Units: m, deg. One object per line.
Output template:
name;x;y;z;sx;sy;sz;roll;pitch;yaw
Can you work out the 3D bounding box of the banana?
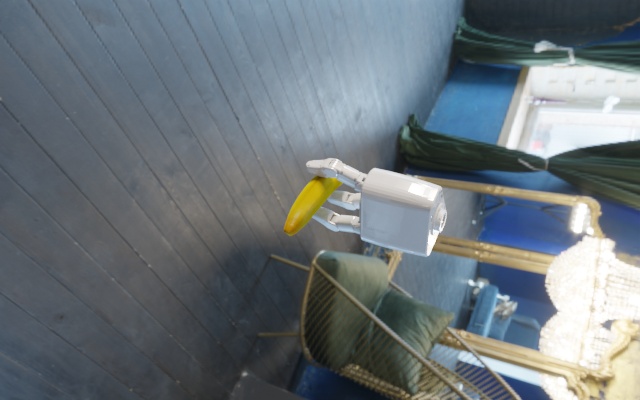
banana;0.004;-0.015;0.753;0.037;0.070;0.197;22;34;19
